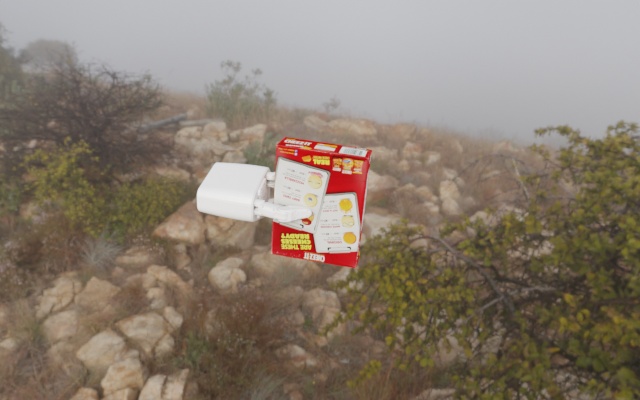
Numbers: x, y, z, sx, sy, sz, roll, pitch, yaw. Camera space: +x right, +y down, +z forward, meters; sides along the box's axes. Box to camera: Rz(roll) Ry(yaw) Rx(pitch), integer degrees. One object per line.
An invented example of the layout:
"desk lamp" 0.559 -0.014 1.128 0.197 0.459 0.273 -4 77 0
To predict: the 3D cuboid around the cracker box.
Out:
"cracker box" 0.000 0.003 0.869 0.164 0.214 0.072 9 23 9
